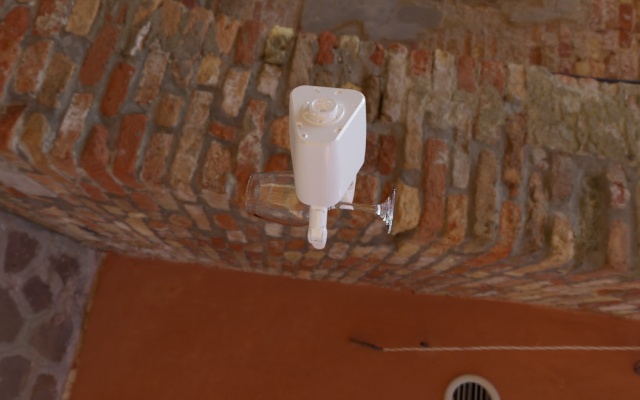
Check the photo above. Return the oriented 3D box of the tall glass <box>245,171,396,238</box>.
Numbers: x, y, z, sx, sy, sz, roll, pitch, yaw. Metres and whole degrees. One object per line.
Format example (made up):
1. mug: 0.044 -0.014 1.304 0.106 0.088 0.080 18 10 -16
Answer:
1. tall glass: 0.001 0.002 0.667 0.201 0.079 0.079 7 1 7
